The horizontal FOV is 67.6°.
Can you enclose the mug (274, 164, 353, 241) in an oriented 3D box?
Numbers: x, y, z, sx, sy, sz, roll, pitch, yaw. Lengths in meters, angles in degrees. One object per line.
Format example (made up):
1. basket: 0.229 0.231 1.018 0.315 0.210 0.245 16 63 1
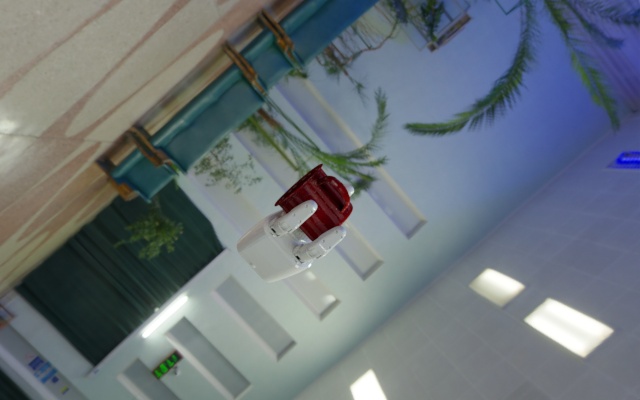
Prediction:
1. mug: 0.001 0.002 0.691 0.117 0.081 0.093 -32 12 49
